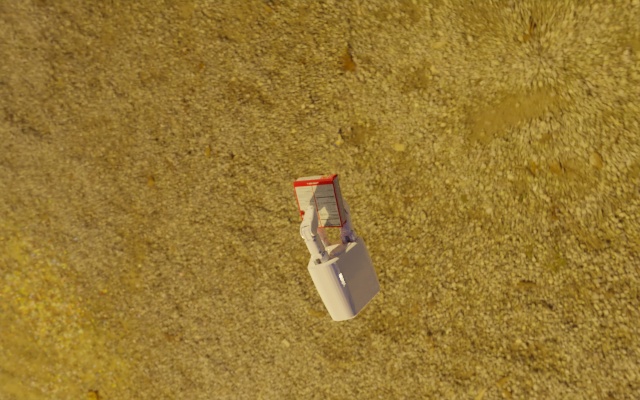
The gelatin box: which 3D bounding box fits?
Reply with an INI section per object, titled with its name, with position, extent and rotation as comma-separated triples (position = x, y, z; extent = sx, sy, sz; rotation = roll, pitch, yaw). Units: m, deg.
[gelatin box]
position = 0.000, 0.003, 0.811
extent = 0.073, 0.089, 0.030
rotation = -4, 22, 23
